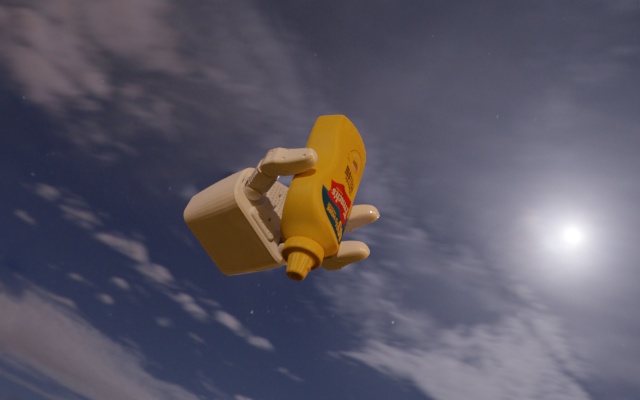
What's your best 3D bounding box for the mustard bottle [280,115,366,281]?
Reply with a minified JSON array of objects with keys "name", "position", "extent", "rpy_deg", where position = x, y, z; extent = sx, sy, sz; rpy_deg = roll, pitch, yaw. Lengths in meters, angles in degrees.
[{"name":"mustard bottle","position":[0.000,0.001,0.510],"extent":[0.058,0.191,0.096],"rpy_deg":[2,-43,21]}]
